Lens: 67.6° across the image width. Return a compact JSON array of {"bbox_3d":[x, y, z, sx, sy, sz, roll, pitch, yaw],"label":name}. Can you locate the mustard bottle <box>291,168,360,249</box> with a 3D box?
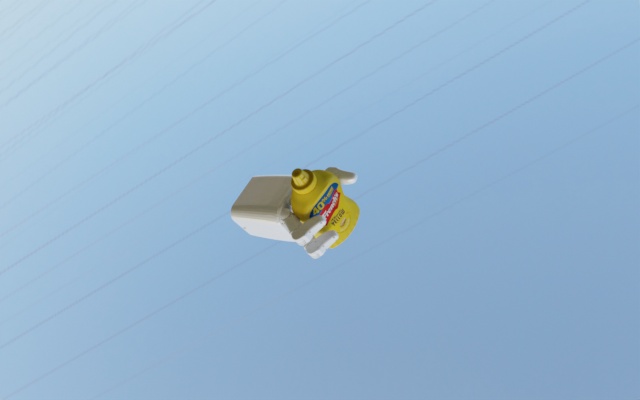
[{"bbox_3d":[0.001,0.003,0.812,0.058,0.096,0.192,31,-12,37],"label":"mustard bottle"}]
